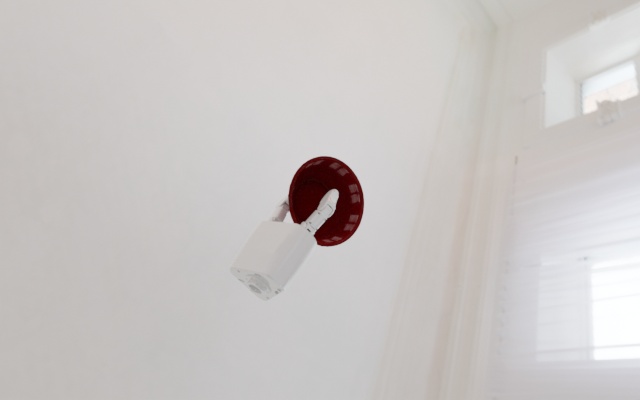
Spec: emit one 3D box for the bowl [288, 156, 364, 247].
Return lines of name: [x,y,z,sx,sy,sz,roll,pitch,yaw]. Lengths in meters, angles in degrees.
bowl: [0.001,0.002,0.867,0.162,0.162,0.055,0,-4,-33]
